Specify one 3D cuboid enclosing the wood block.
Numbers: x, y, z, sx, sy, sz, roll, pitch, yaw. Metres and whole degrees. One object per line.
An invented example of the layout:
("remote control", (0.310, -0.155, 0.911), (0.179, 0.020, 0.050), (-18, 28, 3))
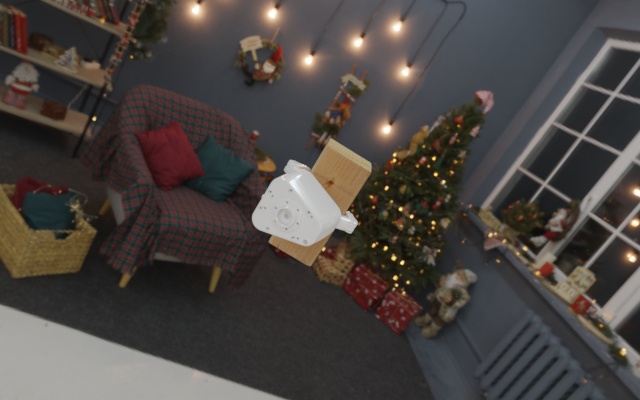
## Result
("wood block", (0.000, 0.003, 0.872), (0.091, 0.206, 0.090), (31, 16, -4))
